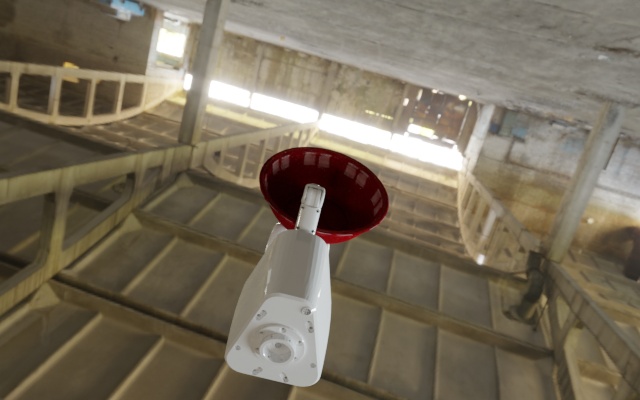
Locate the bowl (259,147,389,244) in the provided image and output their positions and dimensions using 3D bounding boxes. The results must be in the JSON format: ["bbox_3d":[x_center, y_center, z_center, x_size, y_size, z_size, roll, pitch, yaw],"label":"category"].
[{"bbox_3d":[0.000,0.002,0.597,0.162,0.055,0.162,10,41,-9],"label":"bowl"}]
